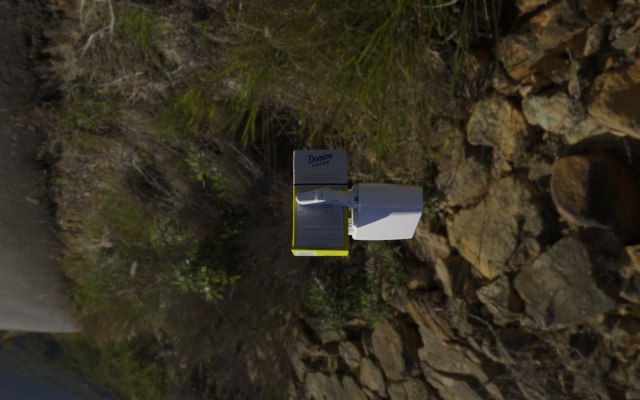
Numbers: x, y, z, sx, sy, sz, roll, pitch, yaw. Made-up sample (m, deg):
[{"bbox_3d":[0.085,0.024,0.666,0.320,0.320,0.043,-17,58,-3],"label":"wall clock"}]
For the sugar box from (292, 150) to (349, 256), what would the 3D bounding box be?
[{"bbox_3d":[0.000,0.003,0.804,0.093,0.176,0.048,1,-18,0],"label":"sugar box"}]
